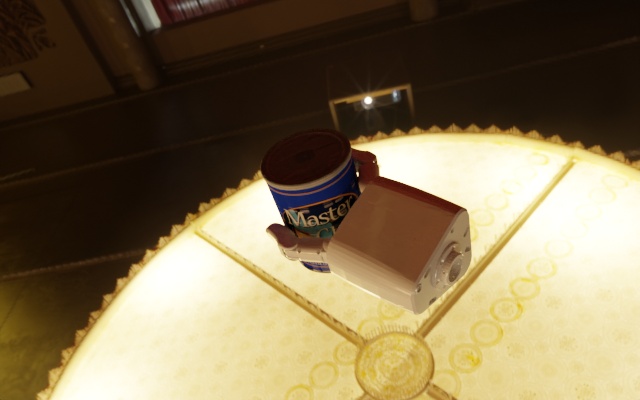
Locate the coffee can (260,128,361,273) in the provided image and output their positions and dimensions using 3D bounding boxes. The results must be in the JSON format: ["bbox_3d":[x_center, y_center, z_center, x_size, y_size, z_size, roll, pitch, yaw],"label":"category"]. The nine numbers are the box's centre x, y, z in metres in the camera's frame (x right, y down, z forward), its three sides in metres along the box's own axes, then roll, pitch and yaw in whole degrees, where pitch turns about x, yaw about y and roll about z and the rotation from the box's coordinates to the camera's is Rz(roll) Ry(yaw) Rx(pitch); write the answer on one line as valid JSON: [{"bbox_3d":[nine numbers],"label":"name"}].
[{"bbox_3d":[0.000,0.002,0.563,0.103,0.140,0.102,-11,40,9],"label":"coffee can"}]
